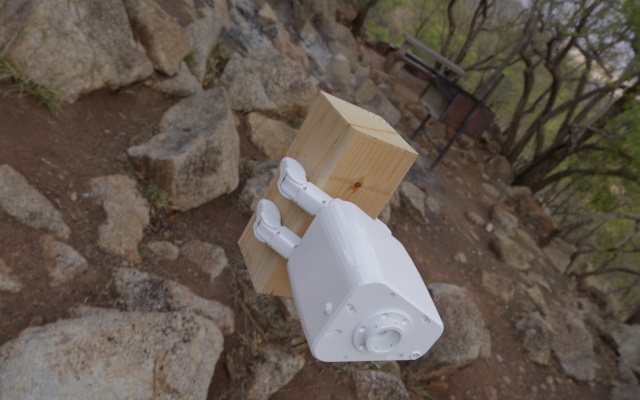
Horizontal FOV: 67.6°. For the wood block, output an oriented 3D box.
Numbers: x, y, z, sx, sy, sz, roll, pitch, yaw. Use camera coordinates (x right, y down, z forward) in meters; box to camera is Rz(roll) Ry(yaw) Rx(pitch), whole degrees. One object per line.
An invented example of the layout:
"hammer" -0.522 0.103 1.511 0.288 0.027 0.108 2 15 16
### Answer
"wood block" 0.001 0.002 0.525 0.091 0.206 0.090 15 28 -34
